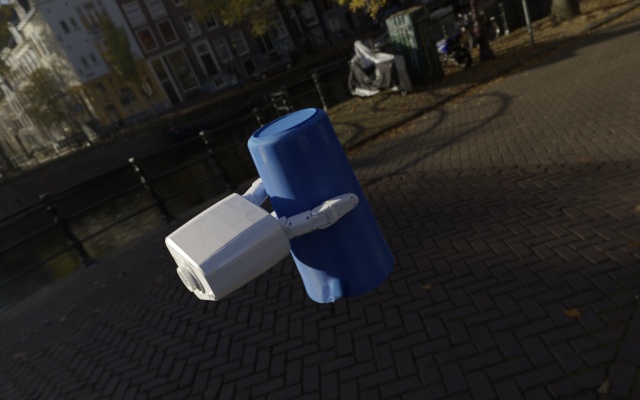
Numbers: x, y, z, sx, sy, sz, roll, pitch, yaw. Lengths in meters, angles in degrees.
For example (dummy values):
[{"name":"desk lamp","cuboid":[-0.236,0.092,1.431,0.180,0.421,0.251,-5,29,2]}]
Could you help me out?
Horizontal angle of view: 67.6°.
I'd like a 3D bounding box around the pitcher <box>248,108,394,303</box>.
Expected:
[{"name":"pitcher","cuboid":[0.000,0.002,0.651,0.145,0.243,0.149,-34,24,-26]}]
